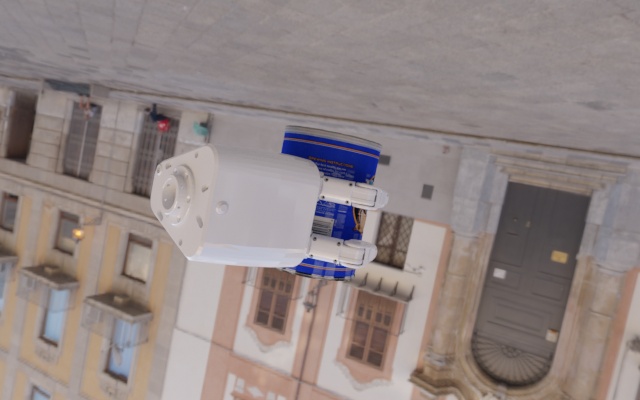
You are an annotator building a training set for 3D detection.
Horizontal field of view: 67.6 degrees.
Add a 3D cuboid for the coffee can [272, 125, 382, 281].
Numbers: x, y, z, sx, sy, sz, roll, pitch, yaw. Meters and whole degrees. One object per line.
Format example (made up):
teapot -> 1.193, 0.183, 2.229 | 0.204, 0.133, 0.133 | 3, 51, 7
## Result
coffee can -> 0.000, 0.001, 0.498 | 0.103, 0.140, 0.103 | 11, 3, -1
